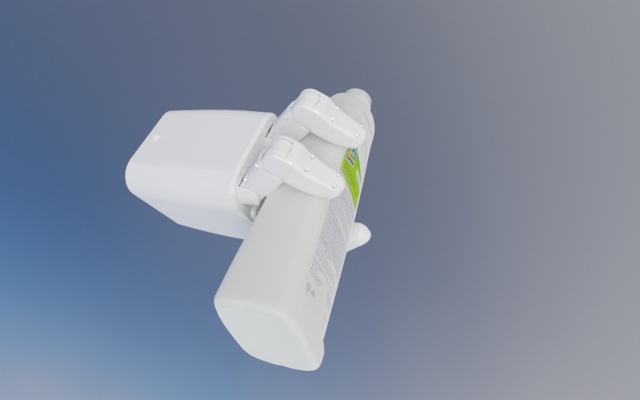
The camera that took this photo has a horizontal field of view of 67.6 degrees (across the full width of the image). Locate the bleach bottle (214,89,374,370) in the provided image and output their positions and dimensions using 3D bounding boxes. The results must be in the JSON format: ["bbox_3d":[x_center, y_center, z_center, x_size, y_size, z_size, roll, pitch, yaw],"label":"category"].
[{"bbox_3d":[0.000,0.001,0.401,0.068,0.250,0.103,7,-39,20],"label":"bleach bottle"}]
